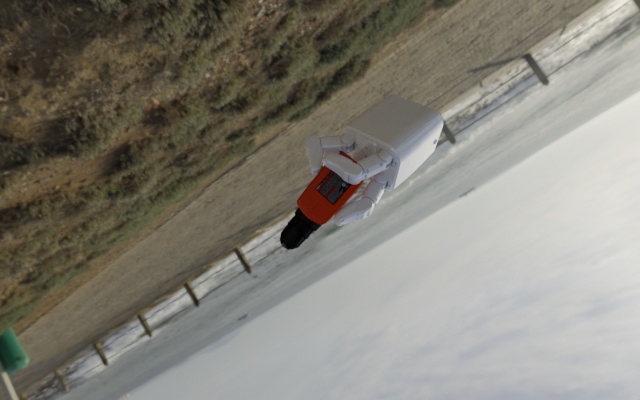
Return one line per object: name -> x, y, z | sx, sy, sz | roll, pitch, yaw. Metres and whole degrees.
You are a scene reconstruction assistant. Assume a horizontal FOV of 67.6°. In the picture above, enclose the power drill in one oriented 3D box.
power drill -> 0.000, 0.002, 0.751 | 0.057, 0.184, 0.187 | 39, -6, 0
